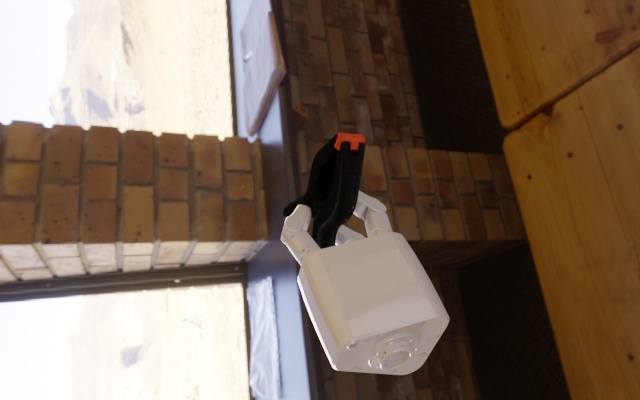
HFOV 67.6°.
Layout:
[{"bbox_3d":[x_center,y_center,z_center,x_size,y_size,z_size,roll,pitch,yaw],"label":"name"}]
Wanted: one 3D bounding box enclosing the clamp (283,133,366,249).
[{"bbox_3d":[0.000,0.002,0.566,0.036,0.210,0.164,0,38,-23],"label":"clamp"}]
